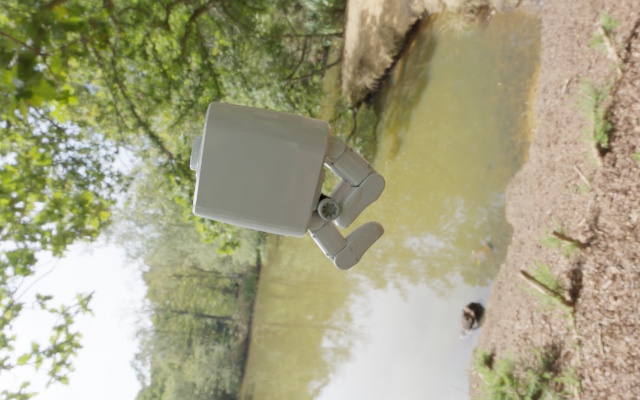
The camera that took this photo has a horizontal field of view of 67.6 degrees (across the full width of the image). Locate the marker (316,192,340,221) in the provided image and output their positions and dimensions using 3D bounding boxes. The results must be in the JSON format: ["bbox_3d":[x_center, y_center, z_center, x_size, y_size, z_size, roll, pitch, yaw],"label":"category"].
[{"bbox_3d":[0.000,0.002,0.477,0.020,0.020,0.121,0,7,-8],"label":"marker"}]
